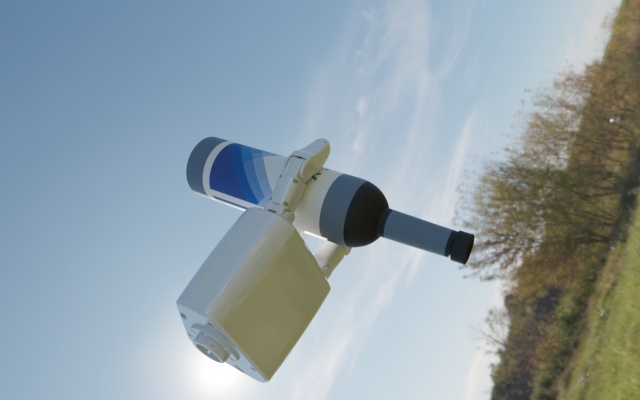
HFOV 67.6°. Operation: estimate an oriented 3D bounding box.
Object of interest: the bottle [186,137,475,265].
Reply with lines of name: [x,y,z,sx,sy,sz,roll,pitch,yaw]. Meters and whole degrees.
bottle: [0.000,0.001,0.467,0.295,0.069,0.069,18,8,26]
